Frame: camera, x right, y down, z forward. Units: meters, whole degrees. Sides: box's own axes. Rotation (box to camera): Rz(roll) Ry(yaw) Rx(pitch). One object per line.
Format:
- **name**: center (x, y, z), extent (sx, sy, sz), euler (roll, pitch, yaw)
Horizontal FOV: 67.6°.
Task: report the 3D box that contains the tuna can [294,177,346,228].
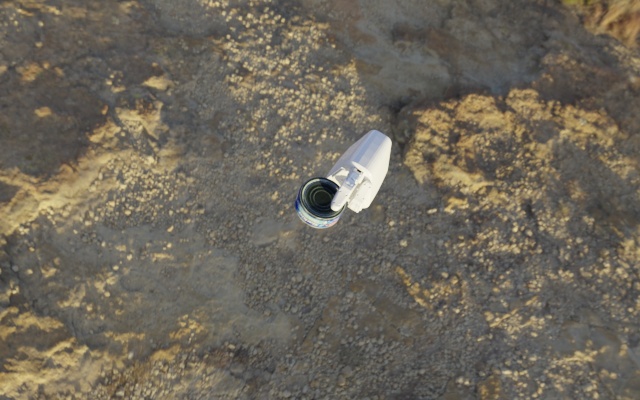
- **tuna can**: center (0.000, 0.002, 0.826), extent (0.086, 0.086, 0.034), euler (0, -27, -18)
